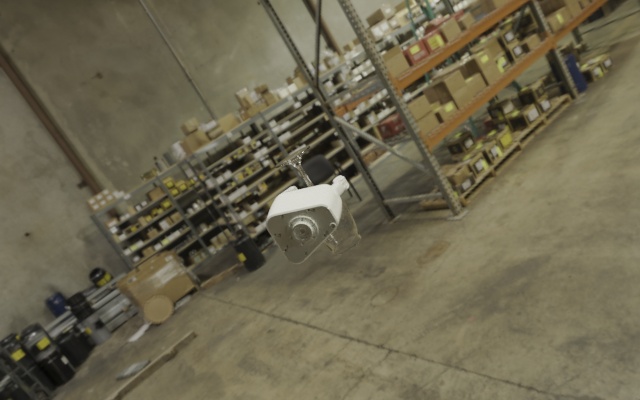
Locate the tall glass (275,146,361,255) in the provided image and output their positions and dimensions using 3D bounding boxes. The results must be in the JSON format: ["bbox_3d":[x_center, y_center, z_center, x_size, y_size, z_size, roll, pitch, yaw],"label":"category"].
[{"bbox_3d":[0.000,0.002,0.886,0.079,0.201,0.079,-30,13,7],"label":"tall glass"}]
